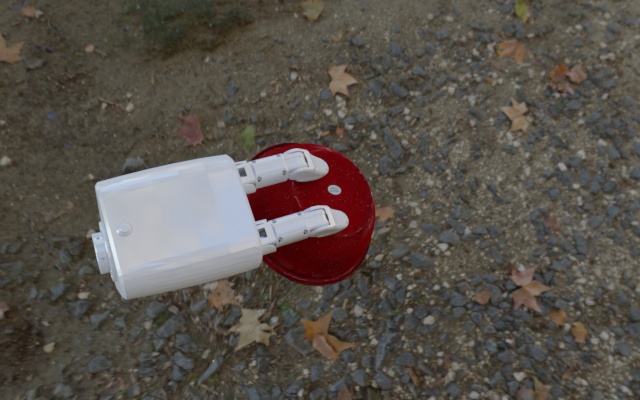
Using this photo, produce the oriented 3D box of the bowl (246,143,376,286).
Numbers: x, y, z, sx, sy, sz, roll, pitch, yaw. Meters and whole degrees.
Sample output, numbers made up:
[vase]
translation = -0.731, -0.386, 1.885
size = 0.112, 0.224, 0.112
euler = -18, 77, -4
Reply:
[bowl]
translation = 0.001, 0.001, 0.485
size = 0.162, 0.162, 0.055
euler = 0, -22, -33
